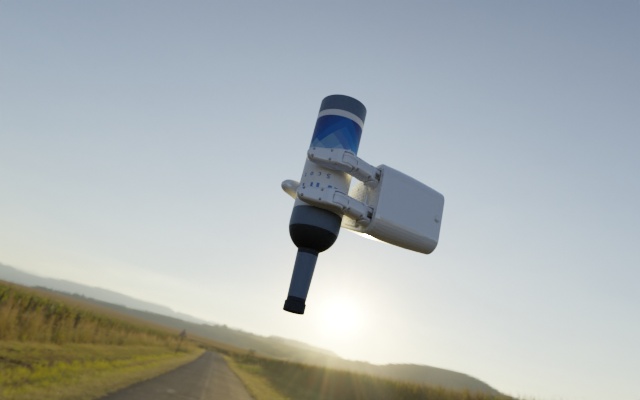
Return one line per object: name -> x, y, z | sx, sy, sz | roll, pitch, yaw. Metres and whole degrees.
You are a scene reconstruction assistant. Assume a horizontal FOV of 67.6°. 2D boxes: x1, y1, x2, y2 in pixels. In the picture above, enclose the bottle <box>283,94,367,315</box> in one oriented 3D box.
bottle -> 0.000, 0.002, 0.631 | 0.069, 0.295, 0.069 | 12, -20, 4
